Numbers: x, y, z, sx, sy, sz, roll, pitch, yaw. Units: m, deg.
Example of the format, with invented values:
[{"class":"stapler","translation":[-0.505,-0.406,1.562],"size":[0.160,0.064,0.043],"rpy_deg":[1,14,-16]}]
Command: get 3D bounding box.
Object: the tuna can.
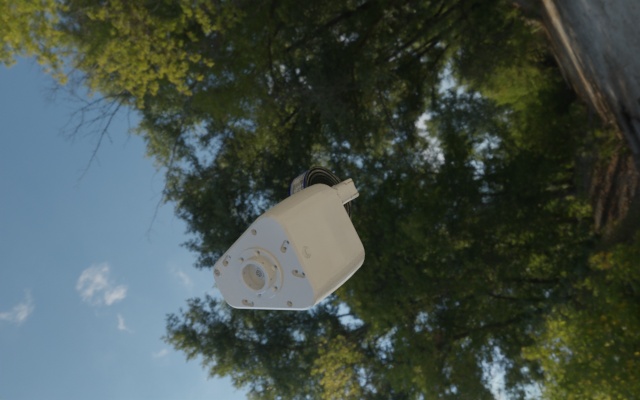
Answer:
[{"class":"tuna can","translation":[0.000,0.002,0.598],"size":[0.034,0.086,0.086],"rpy_deg":[-28,-17,33]}]
